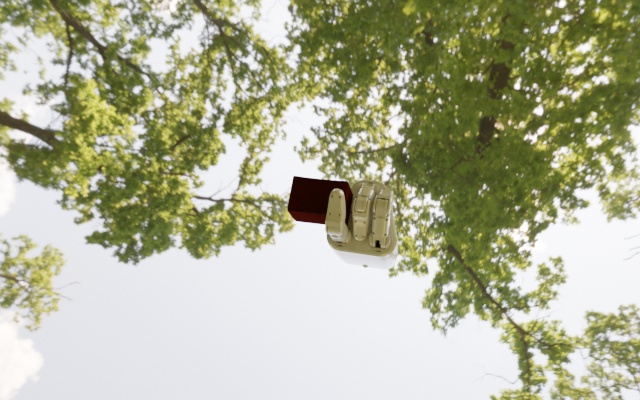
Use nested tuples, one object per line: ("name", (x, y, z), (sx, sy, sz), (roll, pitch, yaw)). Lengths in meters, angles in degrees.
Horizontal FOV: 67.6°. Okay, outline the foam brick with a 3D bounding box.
("foam brick", (0.000, 0.002, 0.659), (0.078, 0.053, 0.051), (7, -18, 14))
